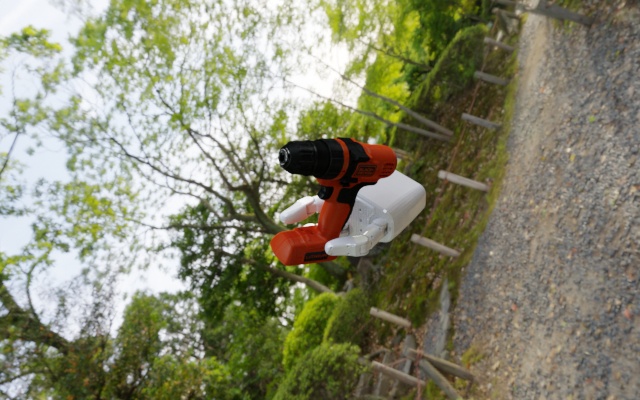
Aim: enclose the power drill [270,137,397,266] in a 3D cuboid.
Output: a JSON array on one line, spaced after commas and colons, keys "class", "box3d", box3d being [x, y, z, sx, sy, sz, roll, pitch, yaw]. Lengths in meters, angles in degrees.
[{"class": "power drill", "box3d": [0.000, 0.002, 0.635, 0.184, 0.188, 0.057, 0, 40, -39]}]
